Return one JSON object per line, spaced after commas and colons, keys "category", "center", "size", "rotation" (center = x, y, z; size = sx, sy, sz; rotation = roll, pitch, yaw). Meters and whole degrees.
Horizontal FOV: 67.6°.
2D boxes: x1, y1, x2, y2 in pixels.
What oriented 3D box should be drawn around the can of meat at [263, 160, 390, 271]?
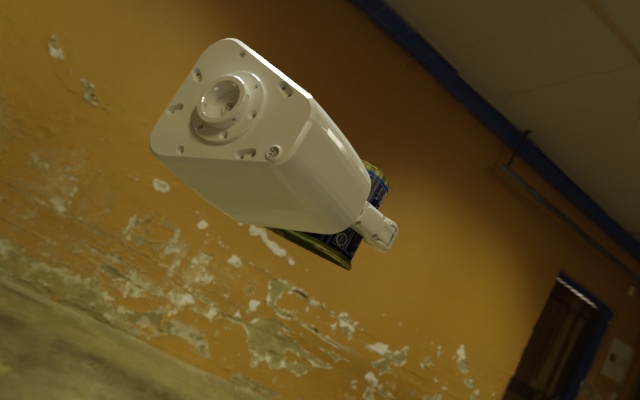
{"category": "can of meat", "center": [0.000, 0.001, 0.426], "size": [0.102, 0.084, 0.057], "rotation": [23, -11, 32]}
